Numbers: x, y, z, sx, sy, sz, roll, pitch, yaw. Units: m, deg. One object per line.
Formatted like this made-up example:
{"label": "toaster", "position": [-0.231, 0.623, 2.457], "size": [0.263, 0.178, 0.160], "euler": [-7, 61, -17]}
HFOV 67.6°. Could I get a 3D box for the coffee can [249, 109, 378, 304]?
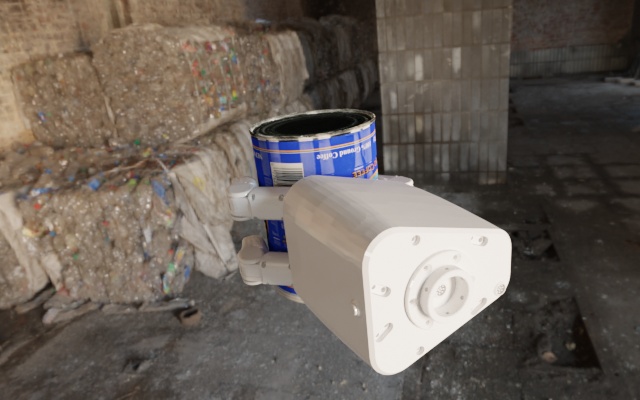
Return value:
{"label": "coffee can", "position": [0.000, 0.001, 0.408], "size": [0.103, 0.140, 0.102], "euler": [-6, 20, 2]}
